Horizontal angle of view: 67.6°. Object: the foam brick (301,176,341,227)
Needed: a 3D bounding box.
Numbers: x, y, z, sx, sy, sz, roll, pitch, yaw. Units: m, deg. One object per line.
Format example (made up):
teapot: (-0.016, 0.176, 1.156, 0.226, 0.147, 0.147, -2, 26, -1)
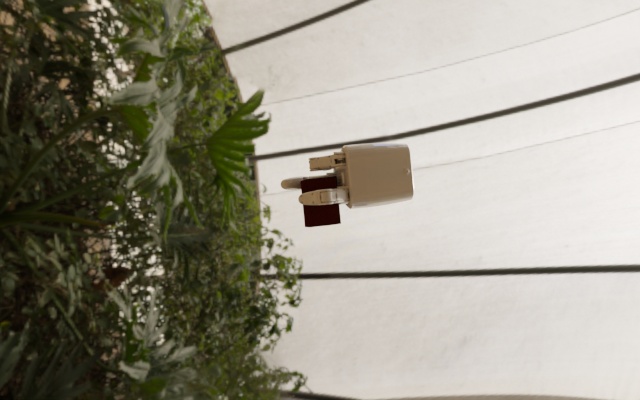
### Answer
foam brick: (0.000, 0.003, 0.764, 0.051, 0.078, 0.053, -5, 1, -11)
